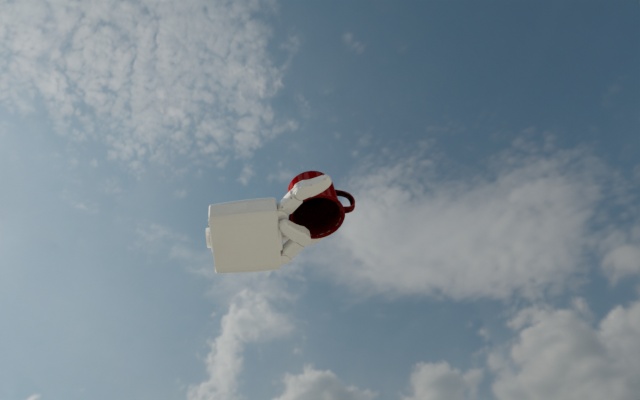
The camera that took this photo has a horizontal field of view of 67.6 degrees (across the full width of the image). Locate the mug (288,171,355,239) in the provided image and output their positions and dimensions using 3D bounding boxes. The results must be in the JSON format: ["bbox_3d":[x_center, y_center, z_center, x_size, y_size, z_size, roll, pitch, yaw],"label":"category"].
[{"bbox_3d":[0.002,0.002,0.806,0.117,0.093,0.081,-5,39,-8],"label":"mug"}]
